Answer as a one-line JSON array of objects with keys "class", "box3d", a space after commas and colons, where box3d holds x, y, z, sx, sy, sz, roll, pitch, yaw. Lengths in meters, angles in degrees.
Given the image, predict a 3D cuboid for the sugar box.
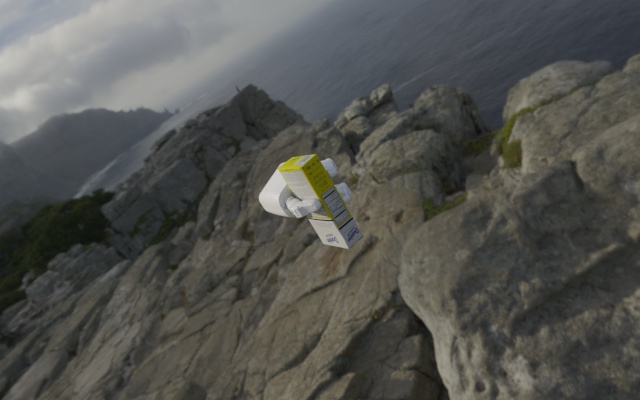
[{"class": "sugar box", "box3d": [0.000, 0.002, 0.865, 0.048, 0.176, 0.093, -41, 21, -23]}]
